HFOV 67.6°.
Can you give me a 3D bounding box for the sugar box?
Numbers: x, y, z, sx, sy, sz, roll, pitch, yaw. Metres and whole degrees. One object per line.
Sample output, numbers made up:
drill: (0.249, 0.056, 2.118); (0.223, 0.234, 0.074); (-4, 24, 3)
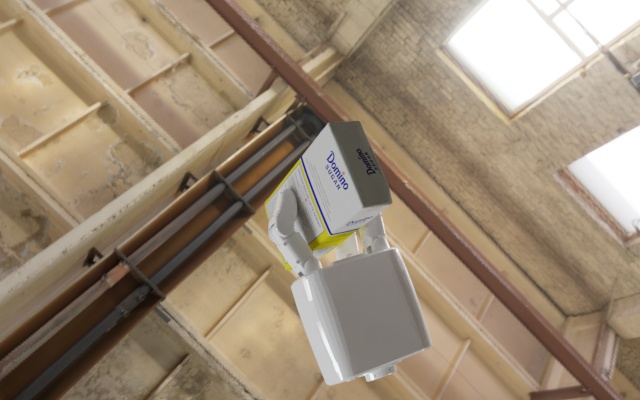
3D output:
sugar box: (0.001, 0.002, 0.511); (0.048, 0.093, 0.176); (-8, -21, -35)
